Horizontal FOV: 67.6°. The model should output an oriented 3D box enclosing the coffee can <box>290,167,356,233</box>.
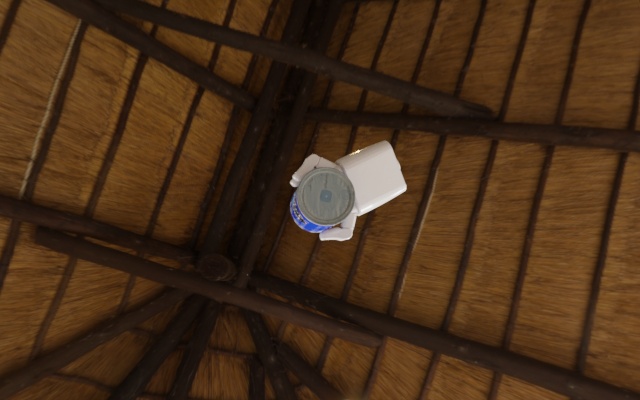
[{"bbox_3d":[0.000,0.003,0.886,0.103,0.103,0.140,0,-9,-9],"label":"coffee can"}]
